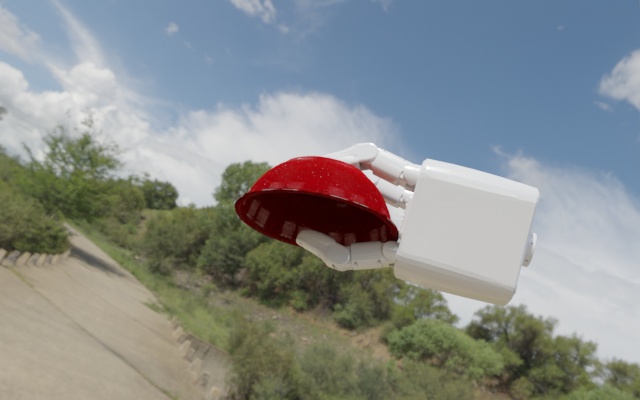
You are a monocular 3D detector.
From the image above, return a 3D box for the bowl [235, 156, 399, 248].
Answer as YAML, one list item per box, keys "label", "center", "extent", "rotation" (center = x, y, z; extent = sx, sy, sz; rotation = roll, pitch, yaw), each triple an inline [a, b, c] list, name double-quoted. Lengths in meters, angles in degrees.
- label: "bowl"
  center: [-0.001, 0.001, 0.475]
  extent: [0.162, 0.055, 0.162]
  rotation: [9, -22, 4]
